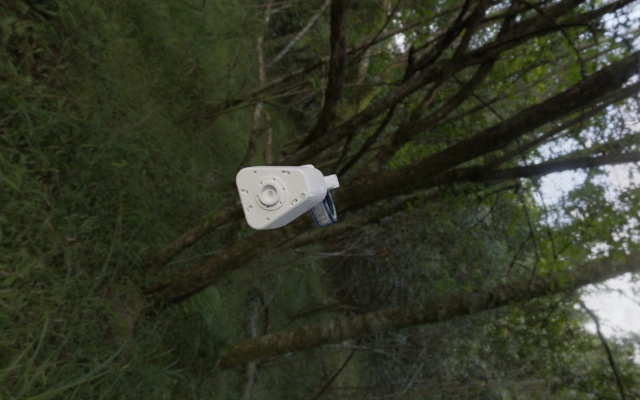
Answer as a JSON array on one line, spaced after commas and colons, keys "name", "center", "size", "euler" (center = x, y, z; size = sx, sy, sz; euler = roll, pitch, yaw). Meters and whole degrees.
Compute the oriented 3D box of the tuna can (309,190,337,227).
[{"name": "tuna can", "center": [0.001, 0.003, 0.856], "size": [0.034, 0.086, 0.086], "euler": [-19, -3, 10]}]
